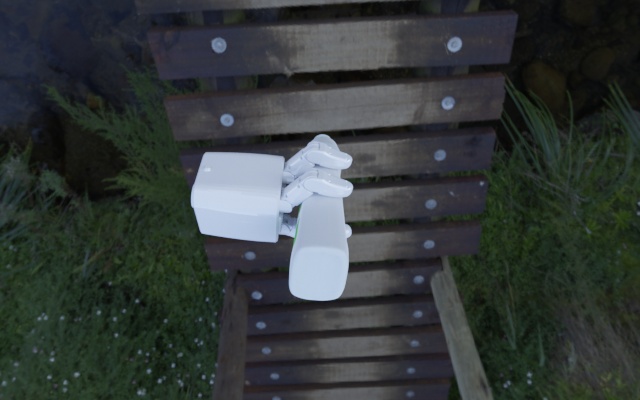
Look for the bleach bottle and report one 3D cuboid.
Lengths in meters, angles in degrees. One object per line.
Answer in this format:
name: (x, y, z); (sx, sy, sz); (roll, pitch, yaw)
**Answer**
bleach bottle: (0.000, 0.002, 0.642); (0.068, 0.103, 0.250); (5, 43, -3)
